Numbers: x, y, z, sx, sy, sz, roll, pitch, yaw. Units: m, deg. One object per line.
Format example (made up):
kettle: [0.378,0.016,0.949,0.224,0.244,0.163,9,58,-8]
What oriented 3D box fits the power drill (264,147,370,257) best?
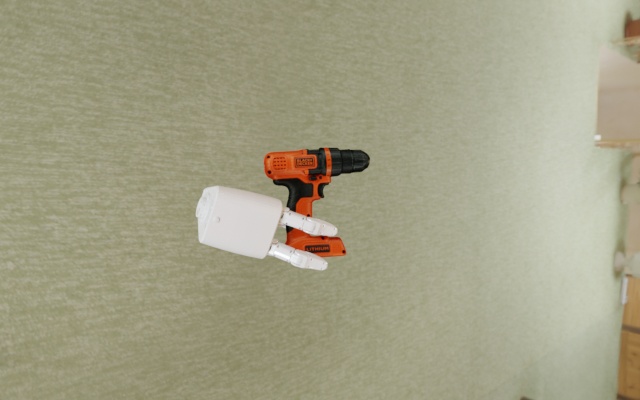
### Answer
power drill: [0.000,0.003,0.816,0.184,0.187,0.057,-4,-4,-9]
